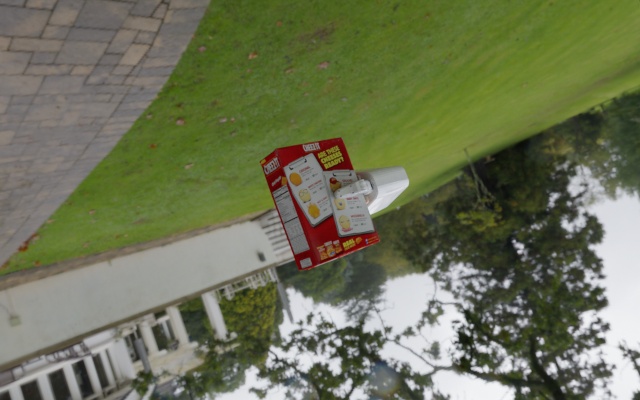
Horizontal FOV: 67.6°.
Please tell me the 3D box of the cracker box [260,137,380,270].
[{"bbox_3d":[0.000,0.003,0.879,0.164,0.213,0.072,-16,-7,-41],"label":"cracker box"}]
